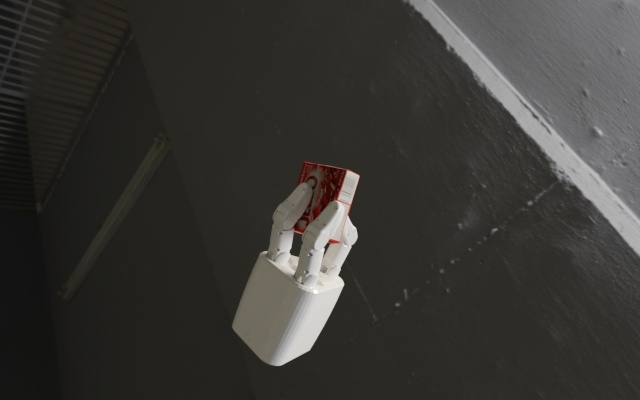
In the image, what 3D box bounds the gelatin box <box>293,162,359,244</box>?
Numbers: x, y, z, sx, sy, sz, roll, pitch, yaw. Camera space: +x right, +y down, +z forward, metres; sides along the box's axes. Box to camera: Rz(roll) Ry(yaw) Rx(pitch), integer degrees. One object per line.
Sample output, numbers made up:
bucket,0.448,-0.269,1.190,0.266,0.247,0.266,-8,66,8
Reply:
gelatin box,0.000,0.002,0.585,0.073,0.089,0.030,14,-5,42
